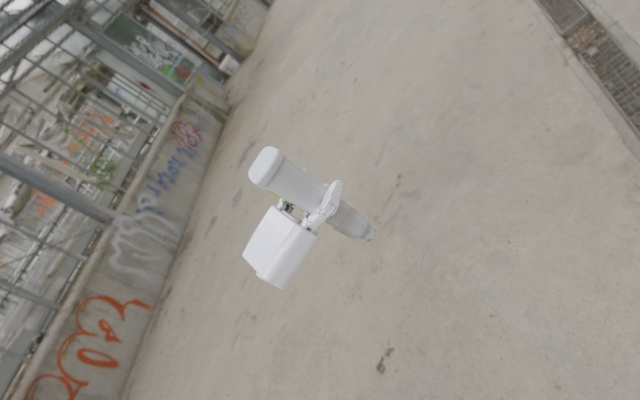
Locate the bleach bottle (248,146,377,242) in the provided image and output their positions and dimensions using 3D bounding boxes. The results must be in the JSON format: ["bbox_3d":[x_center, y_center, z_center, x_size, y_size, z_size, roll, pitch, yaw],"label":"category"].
[{"bbox_3d":[0.000,0.003,0.819,0.251,0.068,0.102,33,0,-23],"label":"bleach bottle"}]
